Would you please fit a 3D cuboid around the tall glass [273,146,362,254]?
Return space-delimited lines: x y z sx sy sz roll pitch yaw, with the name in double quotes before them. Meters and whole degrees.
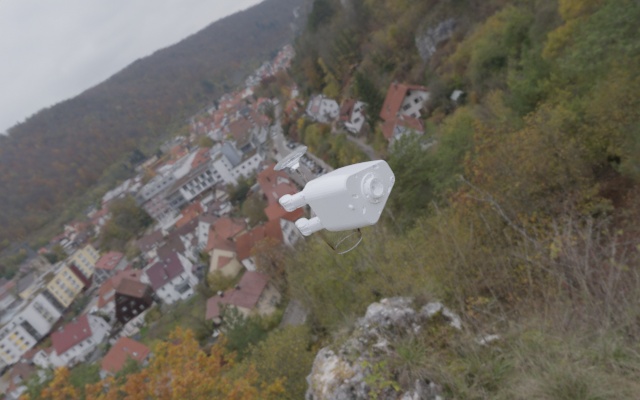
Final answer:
"tall glass" 0.000 0.002 0.882 0.079 0.201 0.079 -31 17 11
